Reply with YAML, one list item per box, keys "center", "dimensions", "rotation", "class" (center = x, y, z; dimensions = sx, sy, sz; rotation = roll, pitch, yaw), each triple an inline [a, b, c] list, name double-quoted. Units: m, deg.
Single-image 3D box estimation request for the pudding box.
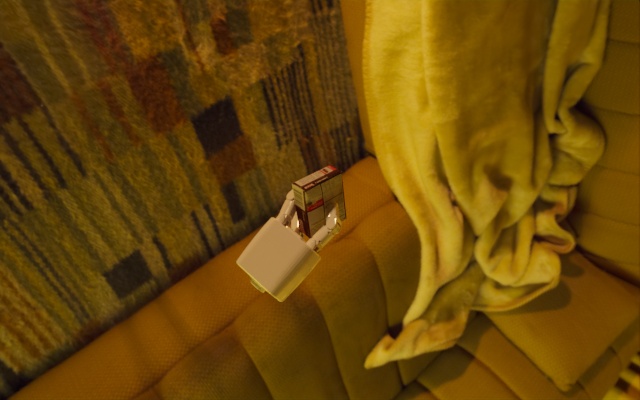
- center: [0.000, 0.003, 0.880]
  dimensions: [0.090, 0.114, 0.039]
  rotation: [-28, 42, -27]
  class: "pudding box"
